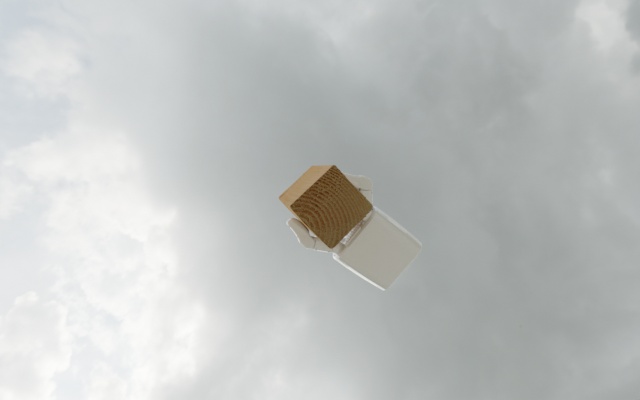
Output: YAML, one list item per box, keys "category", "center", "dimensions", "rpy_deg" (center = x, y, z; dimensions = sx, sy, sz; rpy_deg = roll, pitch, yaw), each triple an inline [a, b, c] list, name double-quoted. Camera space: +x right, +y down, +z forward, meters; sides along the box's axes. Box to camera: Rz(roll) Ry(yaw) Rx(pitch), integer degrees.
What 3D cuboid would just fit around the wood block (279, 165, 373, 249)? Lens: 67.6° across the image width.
- category: "wood block"
  center: [0.000, 0.003, 0.781]
  dimensions: [0.091, 0.090, 0.206]
  rpy_deg: [-45, 9, -4]
